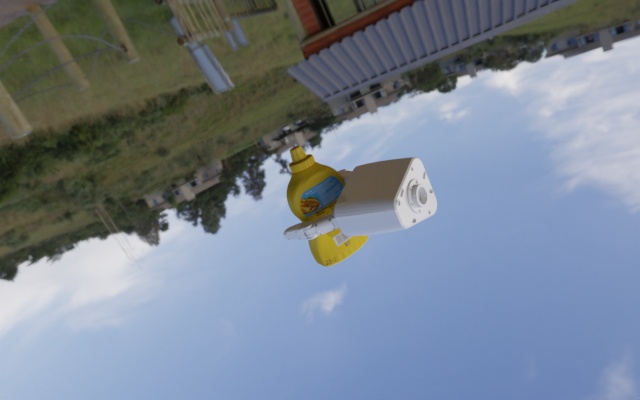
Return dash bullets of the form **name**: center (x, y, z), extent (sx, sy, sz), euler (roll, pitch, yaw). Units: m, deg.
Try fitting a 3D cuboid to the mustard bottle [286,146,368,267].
- **mustard bottle**: center (0.000, 0.003, 0.754), extent (0.096, 0.192, 0.058), euler (-32, 19, -19)
